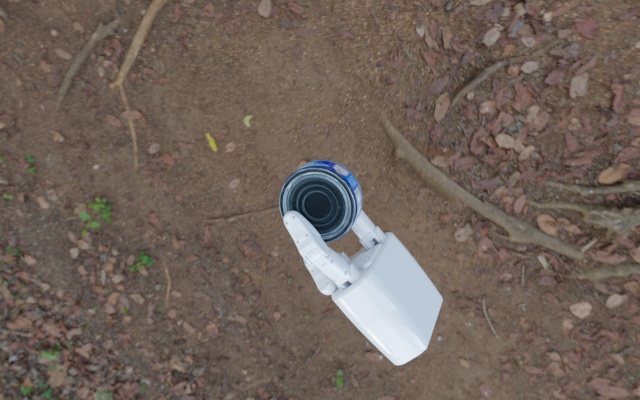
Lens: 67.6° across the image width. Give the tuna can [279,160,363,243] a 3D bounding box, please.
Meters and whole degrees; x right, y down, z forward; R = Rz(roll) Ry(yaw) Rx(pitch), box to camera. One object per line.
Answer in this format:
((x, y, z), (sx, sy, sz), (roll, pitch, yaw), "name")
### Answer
((0.000, 0.002, 0.507), (0.086, 0.086, 0.033), (0, 17, 16), "tuna can")
